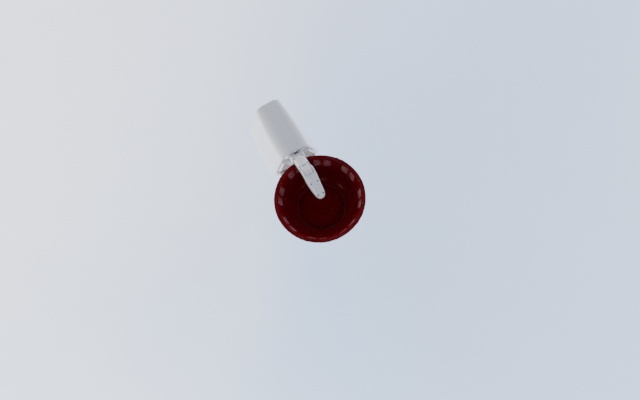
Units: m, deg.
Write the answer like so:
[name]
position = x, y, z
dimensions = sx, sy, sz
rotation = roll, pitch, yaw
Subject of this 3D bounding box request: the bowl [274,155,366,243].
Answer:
[bowl]
position = 0.001, 0.004, 0.858
dimensions = 0.162, 0.162, 0.055
rotation = 0, -18, 4
